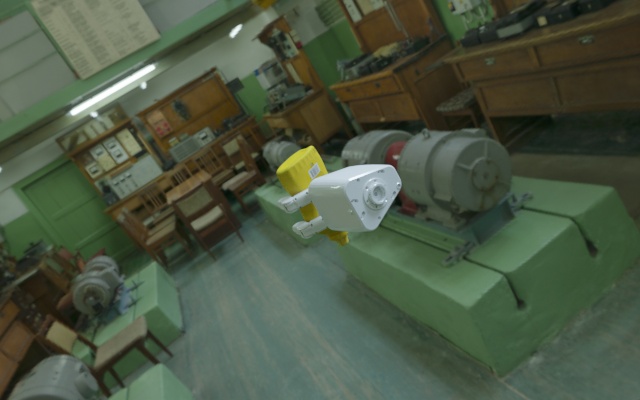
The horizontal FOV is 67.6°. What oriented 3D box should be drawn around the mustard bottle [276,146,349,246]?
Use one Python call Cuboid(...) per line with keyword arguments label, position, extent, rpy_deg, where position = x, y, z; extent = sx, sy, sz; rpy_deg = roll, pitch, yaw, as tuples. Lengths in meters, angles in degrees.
Cuboid(label="mustard bottle", position=(0.000, 0.003, 0.873), extent=(0.058, 0.192, 0.096), rpy_deg=(-17, 22, 38))
